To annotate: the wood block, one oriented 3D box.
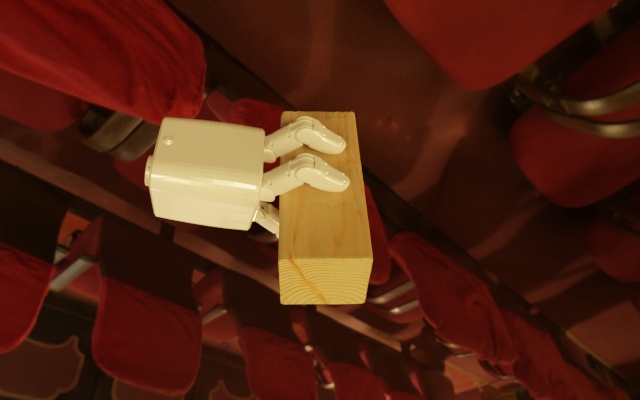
[{"bbox_3d":[0.000,0.002,0.532,0.090,0.206,0.091,0,-39,-3],"label":"wood block"}]
